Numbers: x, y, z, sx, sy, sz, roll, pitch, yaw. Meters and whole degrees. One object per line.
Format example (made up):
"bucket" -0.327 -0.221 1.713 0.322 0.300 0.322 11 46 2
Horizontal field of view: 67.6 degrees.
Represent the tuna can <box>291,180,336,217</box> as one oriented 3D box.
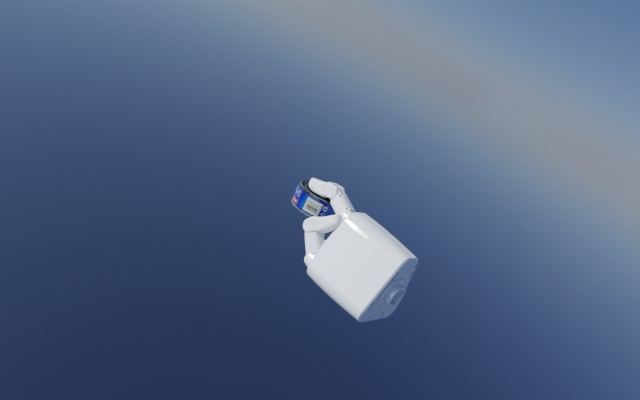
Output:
"tuna can" 0.000 0.002 0.743 0.086 0.034 0.086 23 16 -7
